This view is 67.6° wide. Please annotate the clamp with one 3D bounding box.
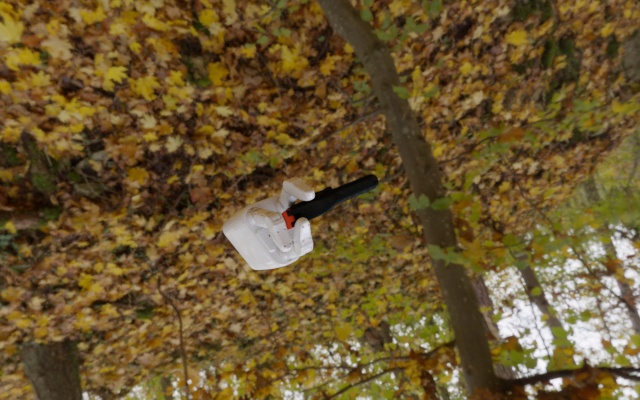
[{"bbox_3d":[0.000,0.003,0.769,0.171,0.039,0.120,-23,0,-33],"label":"clamp"}]
